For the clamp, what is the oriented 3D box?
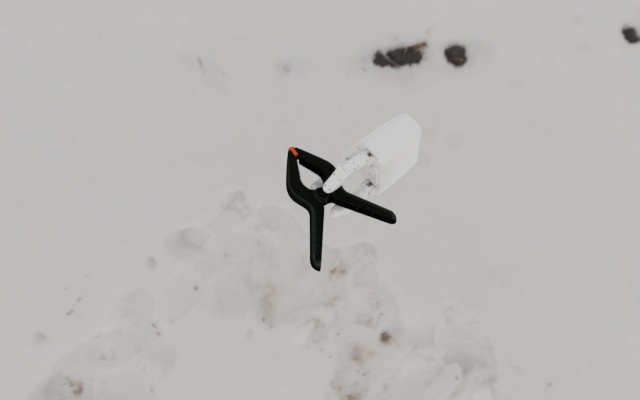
[{"bbox_3d":[0.000,0.002,0.780,0.164,0.210,0.036,-37,-14,-22],"label":"clamp"}]
